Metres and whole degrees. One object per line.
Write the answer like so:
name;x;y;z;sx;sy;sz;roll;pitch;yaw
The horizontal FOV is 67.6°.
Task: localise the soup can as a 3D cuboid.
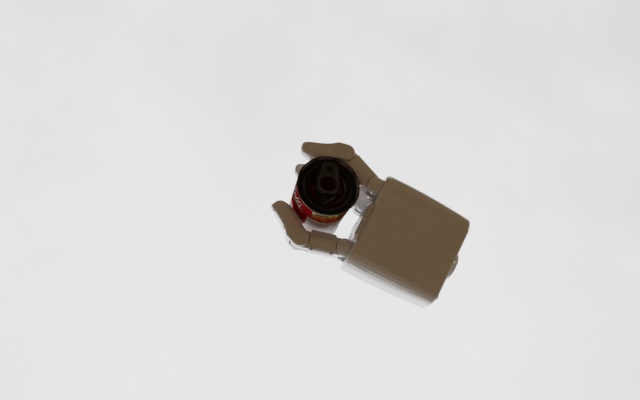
soup can;0.000;0.002;0.546;0.068;0.068;0.102;0;-21;-10
